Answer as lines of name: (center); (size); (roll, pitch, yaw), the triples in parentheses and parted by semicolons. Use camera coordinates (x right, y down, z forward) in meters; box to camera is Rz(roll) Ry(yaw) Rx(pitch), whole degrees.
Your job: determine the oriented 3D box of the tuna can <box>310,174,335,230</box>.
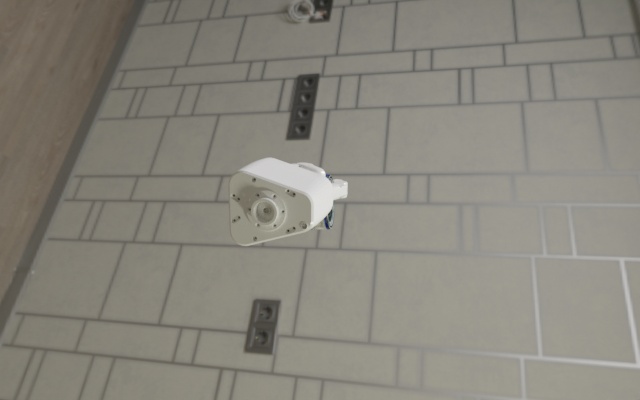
tuna can: (0.001, 0.002, 0.734); (0.034, 0.086, 0.086); (0, 0, 10)
